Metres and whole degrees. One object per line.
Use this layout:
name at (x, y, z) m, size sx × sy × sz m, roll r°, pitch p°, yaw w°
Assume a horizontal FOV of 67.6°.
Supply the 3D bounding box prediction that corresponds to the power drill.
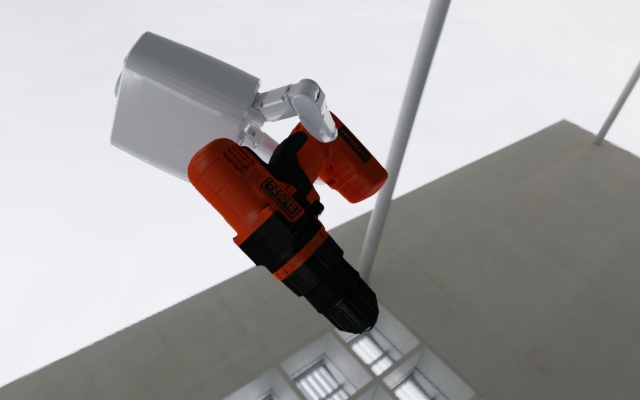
power drill at (0.000, 0.001, 0.415) m, size 0.057 × 0.184 × 0.187 m, roll -40°, pitch 5°, yaw 31°
